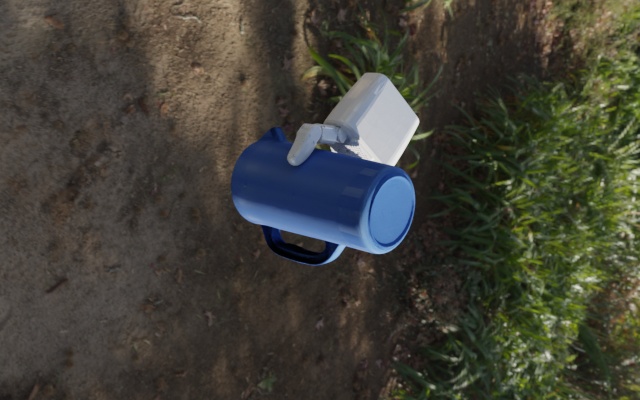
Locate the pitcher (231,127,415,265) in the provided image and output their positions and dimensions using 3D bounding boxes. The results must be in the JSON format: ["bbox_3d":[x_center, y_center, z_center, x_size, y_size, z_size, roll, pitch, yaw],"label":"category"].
[{"bbox_3d":[0.000,0.002,0.649,0.243,0.145,0.149,15,-29,43],"label":"pitcher"}]
